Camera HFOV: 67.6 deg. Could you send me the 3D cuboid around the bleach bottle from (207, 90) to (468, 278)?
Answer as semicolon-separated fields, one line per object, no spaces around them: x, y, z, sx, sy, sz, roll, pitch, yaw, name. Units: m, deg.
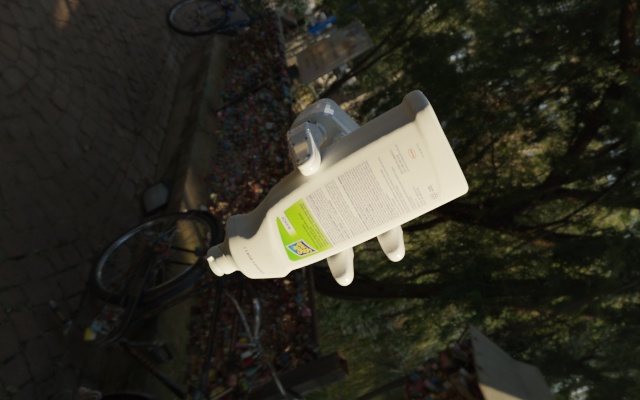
0.000;0.002;0.447;0.251;0.102;0.068;-26;18;13;bleach bottle
